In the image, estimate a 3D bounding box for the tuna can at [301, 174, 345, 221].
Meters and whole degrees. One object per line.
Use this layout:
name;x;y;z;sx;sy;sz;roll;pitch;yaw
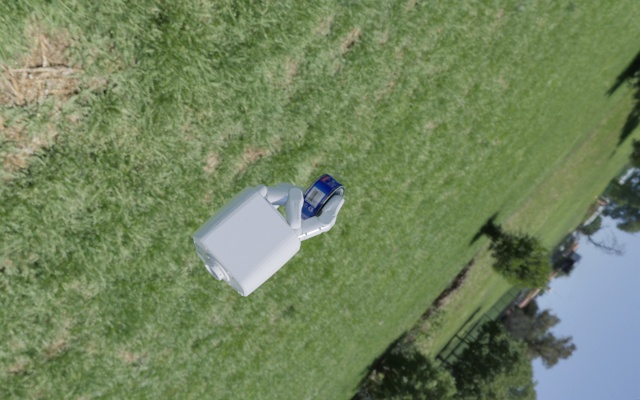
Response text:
tuna can;0.001;0.003;0.748;0.033;0.086;0.086;37;11;16
